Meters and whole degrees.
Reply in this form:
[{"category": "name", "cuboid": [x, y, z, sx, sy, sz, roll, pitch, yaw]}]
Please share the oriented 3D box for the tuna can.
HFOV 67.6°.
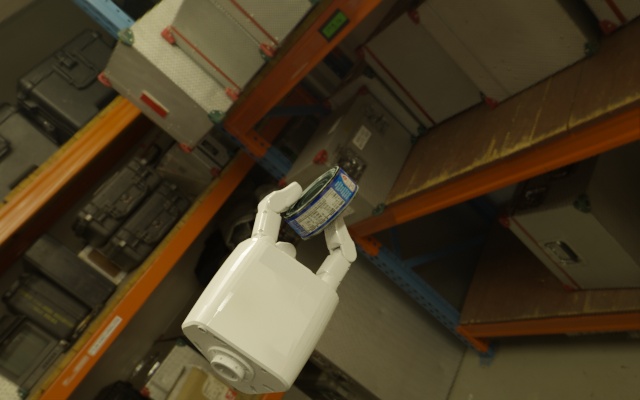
[{"category": "tuna can", "cuboid": [0.000, 0.001, 0.528, 0.086, 0.034, 0.086, -42, 11, 10]}]
